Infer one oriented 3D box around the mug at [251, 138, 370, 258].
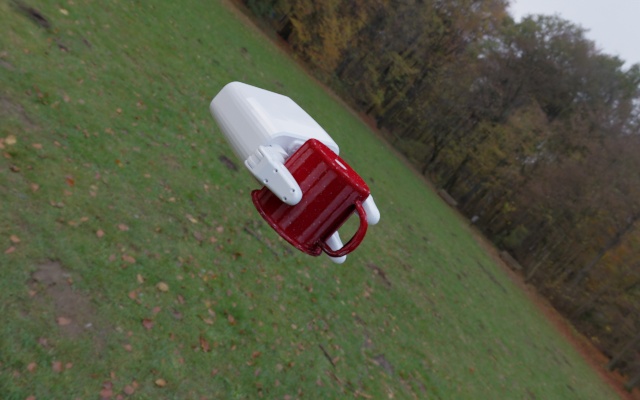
[{"bbox_3d":[0.001,0.002,0.460,0.117,0.081,0.093,51,13,32],"label":"mug"}]
